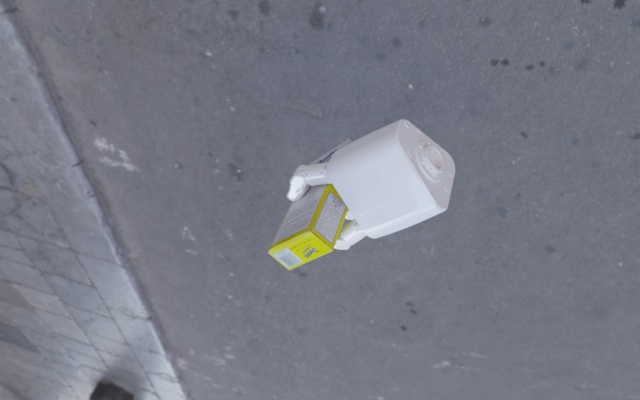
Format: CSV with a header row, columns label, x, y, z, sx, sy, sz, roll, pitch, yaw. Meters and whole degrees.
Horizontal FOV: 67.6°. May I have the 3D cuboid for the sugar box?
label,x,y,z,sx,sy,sz,roll,pitch,yaw
sugar box,0.001,0.002,0.639,0.048,0.176,0.093,43,-43,-19
